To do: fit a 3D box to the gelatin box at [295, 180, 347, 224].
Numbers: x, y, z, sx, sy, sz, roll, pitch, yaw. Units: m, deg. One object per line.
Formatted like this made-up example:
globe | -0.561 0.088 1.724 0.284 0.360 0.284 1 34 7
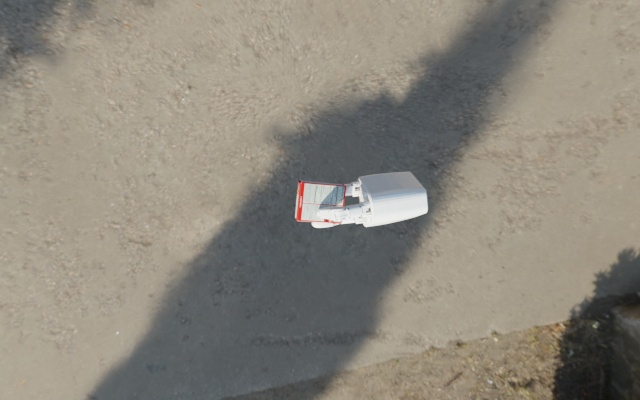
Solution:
gelatin box | 0.000 0.003 0.892 0.089 0.073 0.030 4 10 -12
